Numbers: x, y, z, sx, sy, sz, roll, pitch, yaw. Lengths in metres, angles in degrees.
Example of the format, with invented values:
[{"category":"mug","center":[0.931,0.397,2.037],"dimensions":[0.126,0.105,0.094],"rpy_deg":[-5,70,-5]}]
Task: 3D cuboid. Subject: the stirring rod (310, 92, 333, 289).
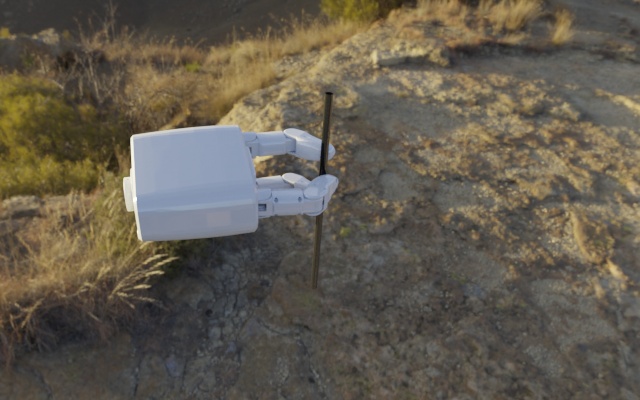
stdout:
[{"category":"stirring rod","center":[0.000,0.002,0.512],"dimensions":[0.011,0.240,0.011],"rpy_deg":[3,31,-2]}]
